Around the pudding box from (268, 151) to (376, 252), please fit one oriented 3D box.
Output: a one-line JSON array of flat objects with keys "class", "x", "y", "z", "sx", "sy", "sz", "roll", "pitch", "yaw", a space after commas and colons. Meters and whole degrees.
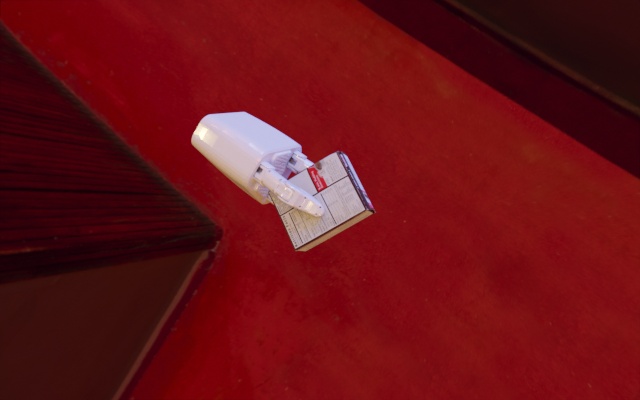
[{"class": "pudding box", "x": 0.000, "y": 0.002, "z": 0.614, "sx": 0.113, "sy": 0.090, "sz": 0.039, "roll": -30, "pitch": -14, "yaw": 17}]
